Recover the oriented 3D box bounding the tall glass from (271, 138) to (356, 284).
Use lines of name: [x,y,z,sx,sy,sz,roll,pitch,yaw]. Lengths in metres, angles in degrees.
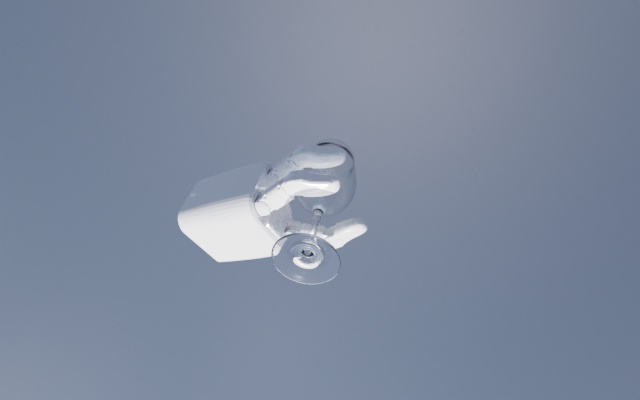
tall glass: [0.000,0.002,0.575,0.079,0.079,0.201,0,38,12]
